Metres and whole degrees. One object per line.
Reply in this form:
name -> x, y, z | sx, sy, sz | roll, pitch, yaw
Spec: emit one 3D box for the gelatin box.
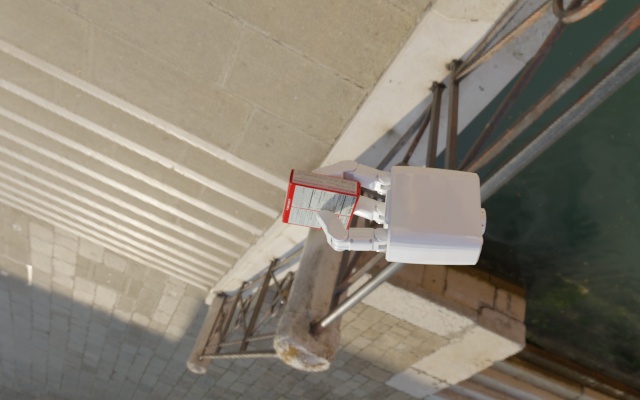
gelatin box -> 0.000, 0.002, 0.607 | 0.089, 0.030, 0.073 | 10, -45, -5
